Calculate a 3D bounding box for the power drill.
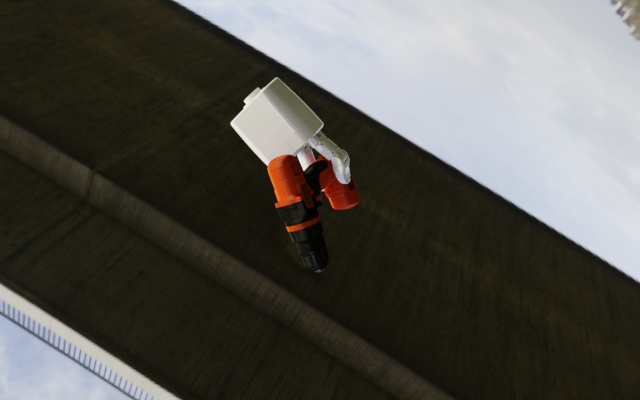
[{"bbox_3d":[0.000,0.002,0.774,0.057,0.184,0.187,-14,9,28],"label":"power drill"}]
